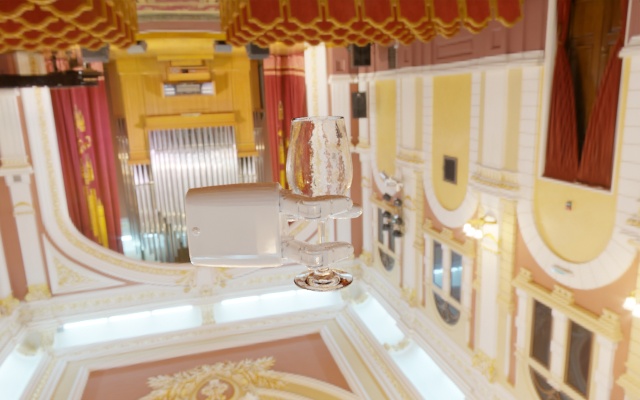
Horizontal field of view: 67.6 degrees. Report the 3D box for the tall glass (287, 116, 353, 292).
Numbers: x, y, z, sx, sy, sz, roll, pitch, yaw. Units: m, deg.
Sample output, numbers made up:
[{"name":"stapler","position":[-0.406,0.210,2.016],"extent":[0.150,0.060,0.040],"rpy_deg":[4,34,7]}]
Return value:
[{"name":"tall glass","position":[0.000,0.003,0.571],"extent":[0.079,0.201,0.079],"rpy_deg":[-2,13,0]}]
